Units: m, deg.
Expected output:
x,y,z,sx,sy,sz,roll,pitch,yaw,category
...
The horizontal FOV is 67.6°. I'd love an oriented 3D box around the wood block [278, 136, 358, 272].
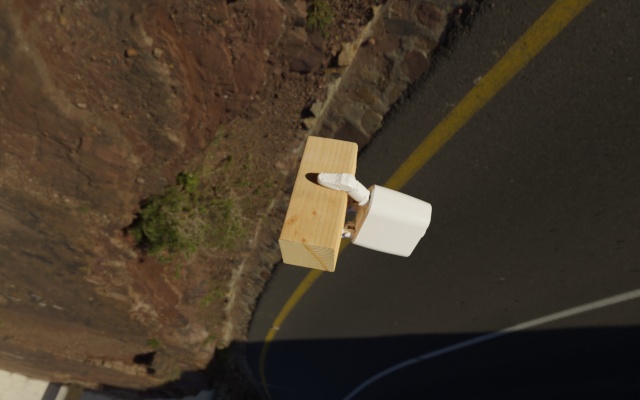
x,y,z,sx,sy,sz,roll,pitch,yaw,category
0.000,0.003,0.812,0.090,0.206,0.091,10,-30,7,wood block
